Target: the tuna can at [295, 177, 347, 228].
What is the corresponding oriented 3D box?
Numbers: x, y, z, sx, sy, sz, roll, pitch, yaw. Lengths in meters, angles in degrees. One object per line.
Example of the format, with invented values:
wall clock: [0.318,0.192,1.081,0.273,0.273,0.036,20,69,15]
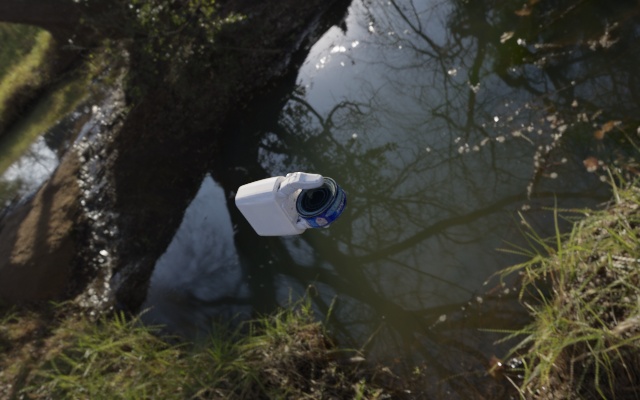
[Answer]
tuna can: [0.000,0.002,0.815,0.086,0.086,0.034,0,-34,38]
